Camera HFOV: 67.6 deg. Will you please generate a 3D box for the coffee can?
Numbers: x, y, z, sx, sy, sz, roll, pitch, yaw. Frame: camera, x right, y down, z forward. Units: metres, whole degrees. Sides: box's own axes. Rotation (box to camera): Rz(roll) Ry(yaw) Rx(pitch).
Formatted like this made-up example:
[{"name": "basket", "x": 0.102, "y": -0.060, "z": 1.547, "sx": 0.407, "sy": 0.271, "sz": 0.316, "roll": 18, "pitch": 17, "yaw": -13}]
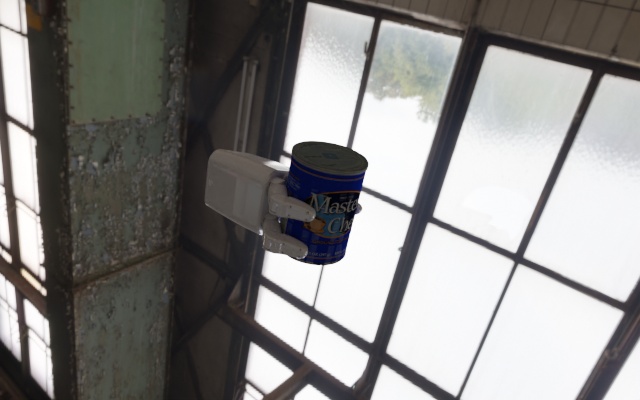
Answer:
[{"name": "coffee can", "x": 0.000, "y": 0.002, "z": 0.651, "sx": 0.103, "sy": 0.140, "sz": 0.102, "roll": 10, "pitch": 25, "yaw": -5}]
